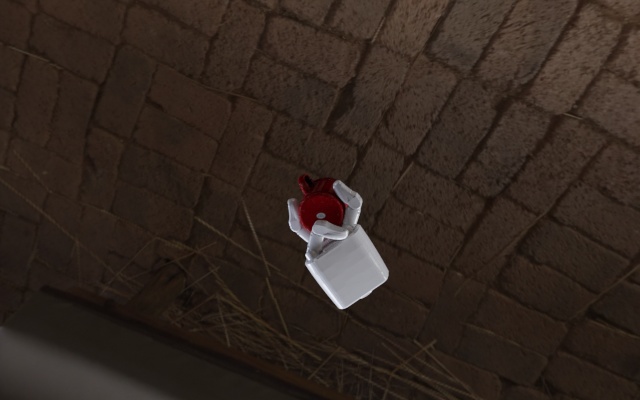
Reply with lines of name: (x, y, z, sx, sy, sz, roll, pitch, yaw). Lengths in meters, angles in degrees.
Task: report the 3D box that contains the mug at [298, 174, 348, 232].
mug: (-0.001, 0.002, 0.857, 0.093, 0.117, 0.081, -32, 9, 16)
